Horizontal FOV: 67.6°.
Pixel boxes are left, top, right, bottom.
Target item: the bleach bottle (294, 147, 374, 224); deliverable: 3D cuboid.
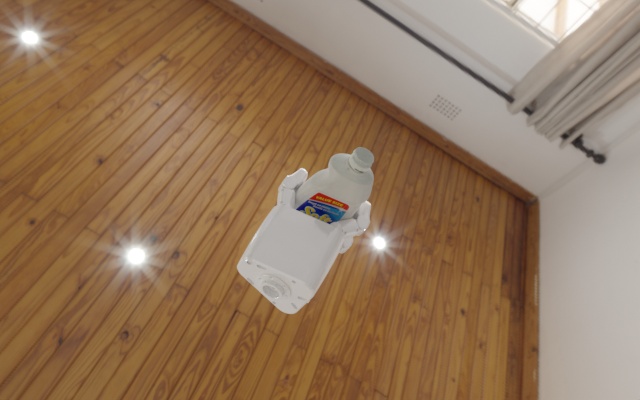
[{"bbox_3d":[0.000,0.002,0.726,0.102,0.068,0.251,35,-42,-3],"label":"bleach bottle"}]
